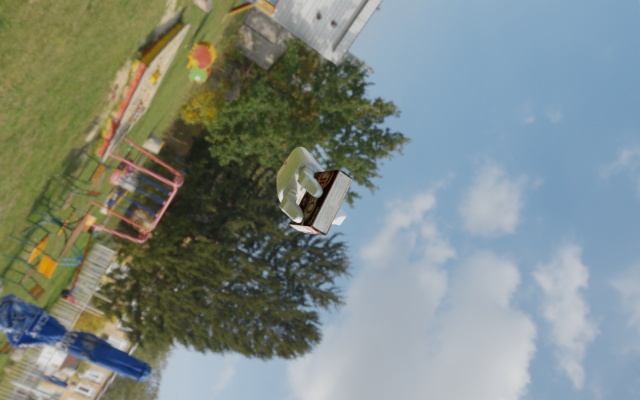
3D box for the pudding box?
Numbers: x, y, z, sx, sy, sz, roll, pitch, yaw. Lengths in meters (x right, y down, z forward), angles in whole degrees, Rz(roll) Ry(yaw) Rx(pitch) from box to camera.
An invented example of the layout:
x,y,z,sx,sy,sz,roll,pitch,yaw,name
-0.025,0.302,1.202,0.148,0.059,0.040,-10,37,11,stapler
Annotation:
x,y,z,sx,sy,sz,roll,pitch,yaw,name
0.000,0.003,0.831,0.039,0.113,0.090,30,-13,-23,pudding box
